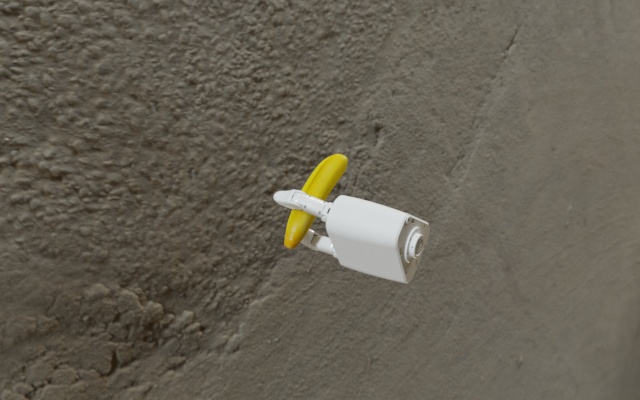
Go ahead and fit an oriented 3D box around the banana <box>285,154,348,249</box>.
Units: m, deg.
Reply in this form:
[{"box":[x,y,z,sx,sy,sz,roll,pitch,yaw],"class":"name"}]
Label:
[{"box":[0.000,-0.013,0.720,0.037,0.070,0.197,16,48,22],"class":"banana"}]
